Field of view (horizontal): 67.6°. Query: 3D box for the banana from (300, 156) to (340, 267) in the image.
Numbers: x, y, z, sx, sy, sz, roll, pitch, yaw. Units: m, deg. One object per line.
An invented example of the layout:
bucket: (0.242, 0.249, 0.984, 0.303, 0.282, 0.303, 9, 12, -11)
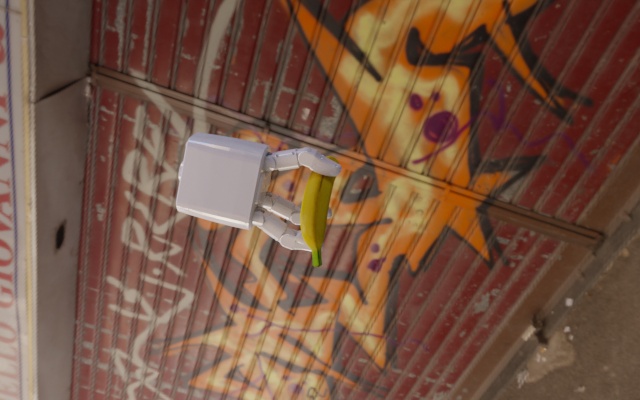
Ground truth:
banana: (-0.001, -0.008, 0.659, 0.037, 0.197, 0.070, 7, -42, 7)
